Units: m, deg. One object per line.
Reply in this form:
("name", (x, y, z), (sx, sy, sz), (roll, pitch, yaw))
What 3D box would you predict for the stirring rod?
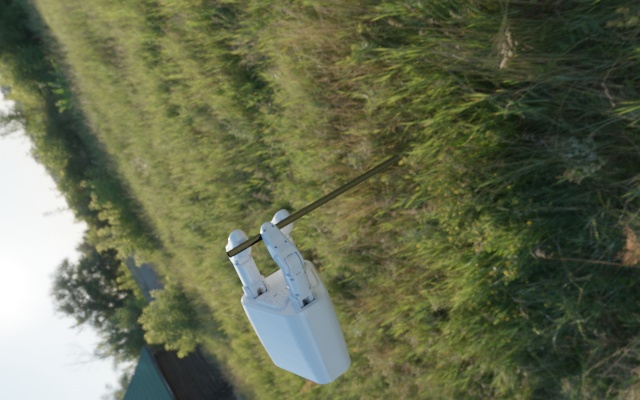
("stirring rod", (0.000, 0.002, 0.545), (0.239, 0.011, 0.011), (-30, 12, -23))
